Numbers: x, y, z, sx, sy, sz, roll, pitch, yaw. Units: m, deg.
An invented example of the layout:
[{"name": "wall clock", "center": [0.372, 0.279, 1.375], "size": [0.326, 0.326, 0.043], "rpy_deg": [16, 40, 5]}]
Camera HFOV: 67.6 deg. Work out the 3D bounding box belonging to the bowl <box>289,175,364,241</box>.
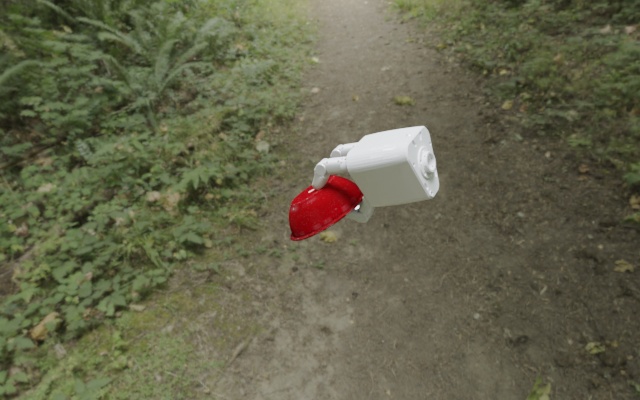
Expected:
[{"name": "bowl", "center": [-0.001, 0.003, 0.847], "size": [0.162, 0.055, 0.162], "rpy_deg": [-32, 12, 8]}]
